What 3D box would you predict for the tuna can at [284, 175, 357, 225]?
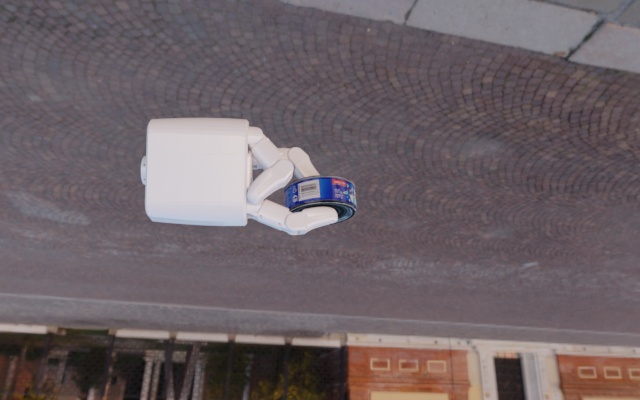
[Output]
[{"bbox_3d":[0.000,0.002,0.569,0.086,0.033,0.086,-4,-21,-1],"label":"tuna can"}]
